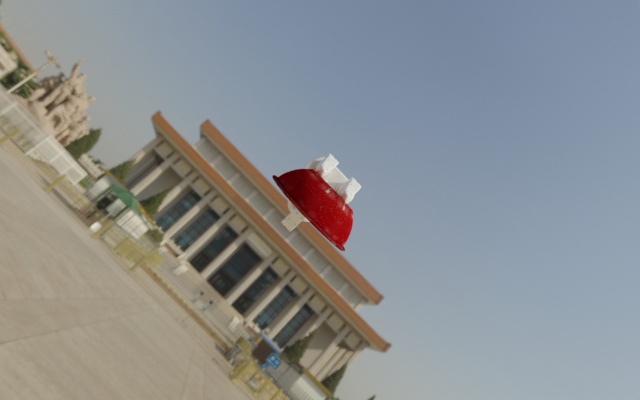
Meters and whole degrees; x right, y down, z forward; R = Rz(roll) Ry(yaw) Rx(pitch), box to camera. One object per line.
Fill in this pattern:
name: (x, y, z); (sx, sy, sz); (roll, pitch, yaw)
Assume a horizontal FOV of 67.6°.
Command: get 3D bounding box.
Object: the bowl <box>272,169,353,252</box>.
bowl: (0.001, 0.002, 0.738); (0.055, 0.162, 0.162); (-43, -3, 3)
